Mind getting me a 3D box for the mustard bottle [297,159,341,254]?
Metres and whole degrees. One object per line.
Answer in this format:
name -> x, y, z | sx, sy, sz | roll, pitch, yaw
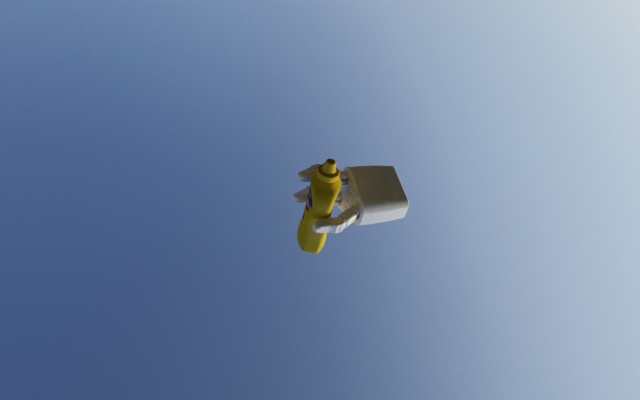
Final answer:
mustard bottle -> 0.000, 0.003, 0.892 | 0.058, 0.192, 0.096 | 12, 40, -5
